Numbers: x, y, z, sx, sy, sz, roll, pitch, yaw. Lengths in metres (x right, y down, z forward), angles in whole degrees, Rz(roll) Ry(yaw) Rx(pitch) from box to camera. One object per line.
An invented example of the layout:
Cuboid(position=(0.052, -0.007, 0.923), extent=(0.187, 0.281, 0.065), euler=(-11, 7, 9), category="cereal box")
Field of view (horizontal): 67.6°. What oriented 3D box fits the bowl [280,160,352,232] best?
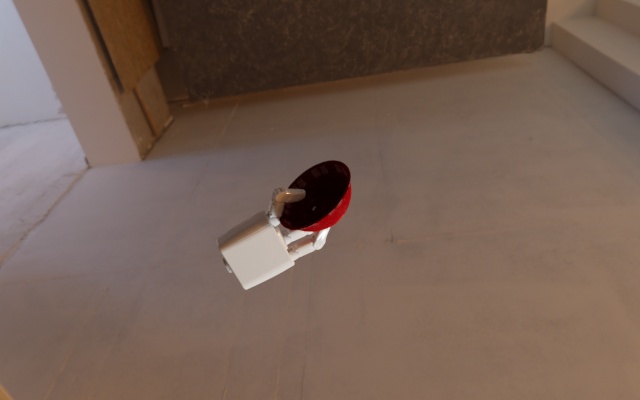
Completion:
Cuboid(position=(0.001, 0.002, 0.887), extent=(0.162, 0.162, 0.055), euler=(0, -37, 45), category="bowl")
